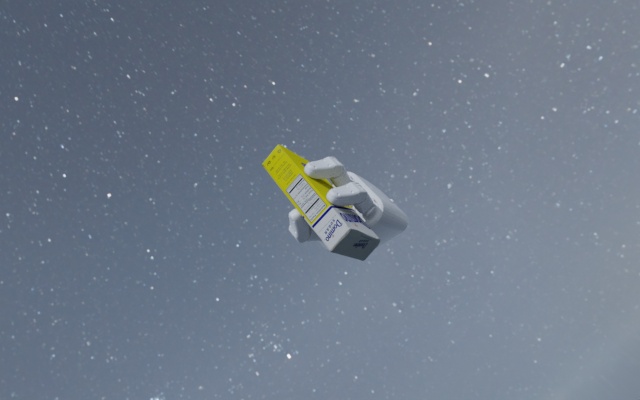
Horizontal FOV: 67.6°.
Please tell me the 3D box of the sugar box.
[{"bbox_3d":[0.000,0.002,0.653,0.176,0.048,0.093,47,13,32],"label":"sugar box"}]
